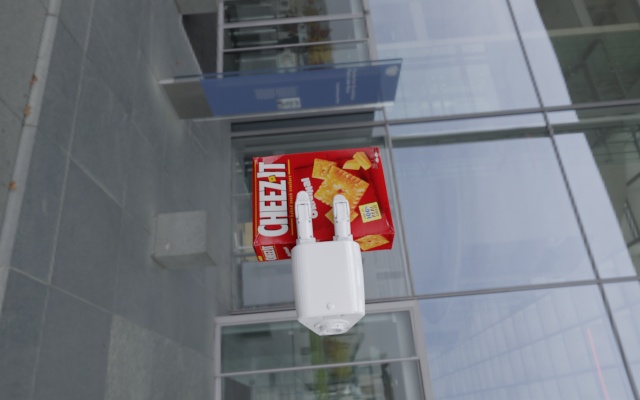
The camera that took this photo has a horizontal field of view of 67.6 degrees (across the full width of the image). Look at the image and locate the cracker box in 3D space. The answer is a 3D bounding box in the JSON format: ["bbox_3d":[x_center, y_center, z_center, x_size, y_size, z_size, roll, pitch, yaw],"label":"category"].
[{"bbox_3d":[0.000,0.003,0.765,0.214,0.164,0.072,-5,-30,0],"label":"cracker box"}]
